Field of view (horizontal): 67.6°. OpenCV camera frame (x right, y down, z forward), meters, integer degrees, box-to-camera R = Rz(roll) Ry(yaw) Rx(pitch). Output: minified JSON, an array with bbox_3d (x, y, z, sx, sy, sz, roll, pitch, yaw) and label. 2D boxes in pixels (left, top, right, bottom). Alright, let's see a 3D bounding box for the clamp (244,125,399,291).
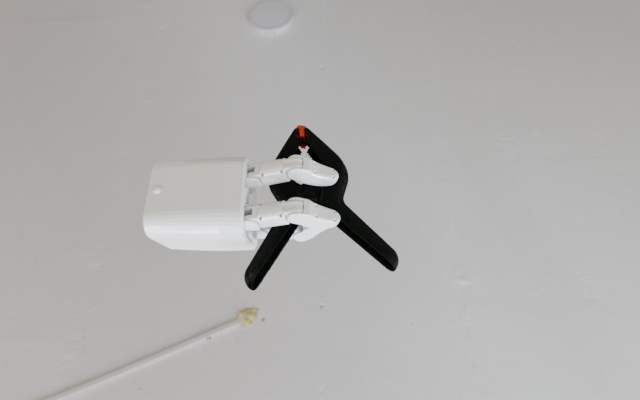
[{"bbox_3d":[0.000,0.002,0.553,0.164,0.209,0.036,-1,-31,-1],"label":"clamp"}]
